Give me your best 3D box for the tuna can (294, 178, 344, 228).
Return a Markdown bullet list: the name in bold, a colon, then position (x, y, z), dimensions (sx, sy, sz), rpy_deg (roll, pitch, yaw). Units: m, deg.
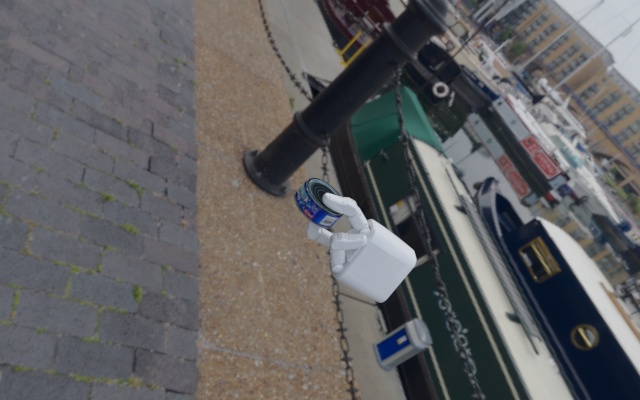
- **tuna can**: position (0.000, 0.002, 0.799), dimensions (0.086, 0.086, 0.034), rpy_deg (0, -40, -51)
